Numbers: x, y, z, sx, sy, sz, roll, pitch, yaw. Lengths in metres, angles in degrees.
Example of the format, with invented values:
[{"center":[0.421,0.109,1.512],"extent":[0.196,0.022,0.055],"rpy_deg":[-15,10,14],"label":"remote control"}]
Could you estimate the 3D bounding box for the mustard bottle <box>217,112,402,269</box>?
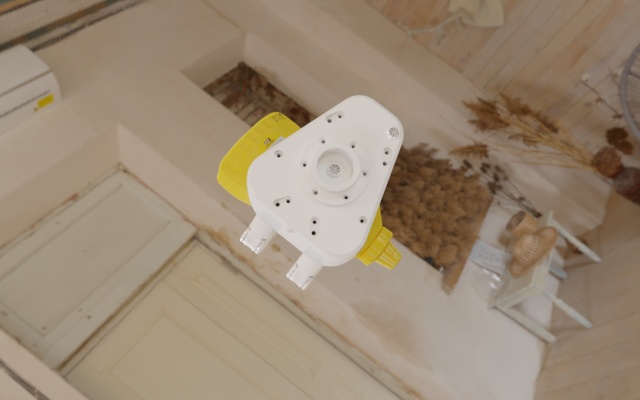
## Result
[{"center":[0.000,0.001,0.472],"extent":[0.191,0.096,0.058],"rpy_deg":[38,-33,3],"label":"mustard bottle"}]
